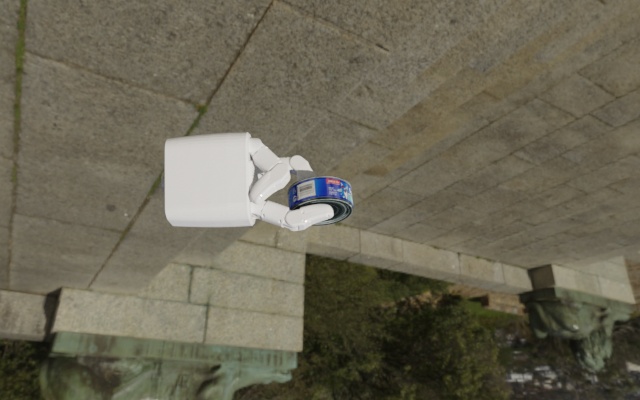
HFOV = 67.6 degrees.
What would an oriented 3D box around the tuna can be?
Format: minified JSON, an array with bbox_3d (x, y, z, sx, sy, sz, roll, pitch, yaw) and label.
[{"bbox_3d":[0.000,0.003,0.629,0.086,0.033,0.086,-4,-26,-2],"label":"tuna can"}]
